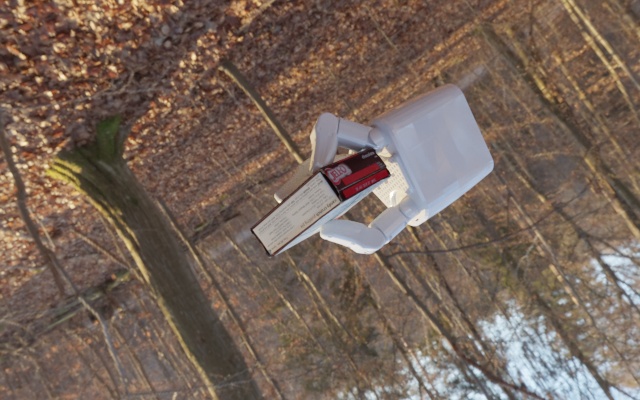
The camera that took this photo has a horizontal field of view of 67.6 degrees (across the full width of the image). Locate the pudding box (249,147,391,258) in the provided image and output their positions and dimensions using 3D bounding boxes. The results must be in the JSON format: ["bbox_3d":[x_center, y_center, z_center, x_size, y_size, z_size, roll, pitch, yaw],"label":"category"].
[{"bbox_3d":[0.000,0.002,0.447,0.113,0.039,0.090,-41,-10,38],"label":"pudding box"}]
